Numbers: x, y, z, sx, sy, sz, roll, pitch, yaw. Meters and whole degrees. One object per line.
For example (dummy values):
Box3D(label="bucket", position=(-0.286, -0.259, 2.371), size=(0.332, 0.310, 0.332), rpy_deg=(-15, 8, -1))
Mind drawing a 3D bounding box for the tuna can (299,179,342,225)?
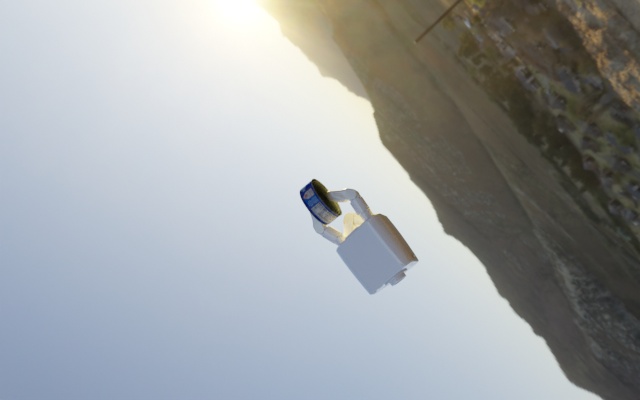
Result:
Box3D(label="tuna can", position=(0.000, 0.003, 0.887), size=(0.034, 0.086, 0.086), rpy_deg=(-39, -12, 15))
